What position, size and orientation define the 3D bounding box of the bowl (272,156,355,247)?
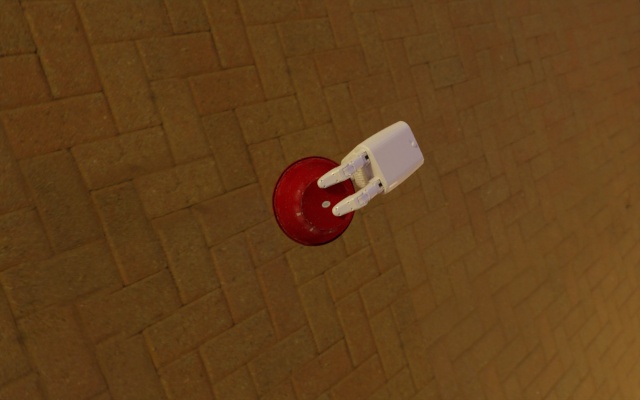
[{"bbox_3d":[-0.001,0.004,0.828,0.162,0.162,0.055,0,3,-22],"label":"bowl"}]
